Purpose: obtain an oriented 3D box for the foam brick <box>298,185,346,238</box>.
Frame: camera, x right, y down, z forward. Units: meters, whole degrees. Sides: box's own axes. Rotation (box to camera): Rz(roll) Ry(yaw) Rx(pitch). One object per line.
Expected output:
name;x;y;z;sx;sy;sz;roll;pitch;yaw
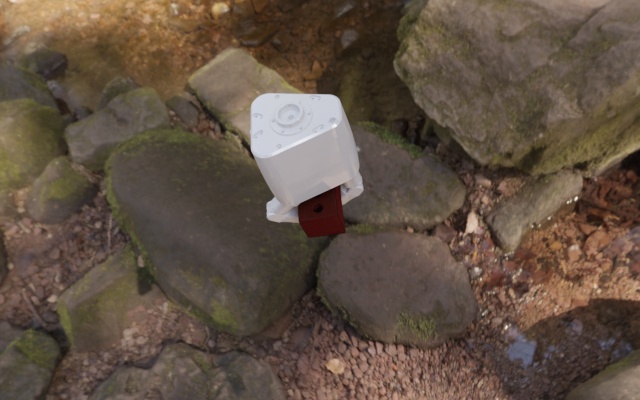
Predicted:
foam brick;0.000;0.002;0.629;0.053;0.078;0.051;-10;-30;9
